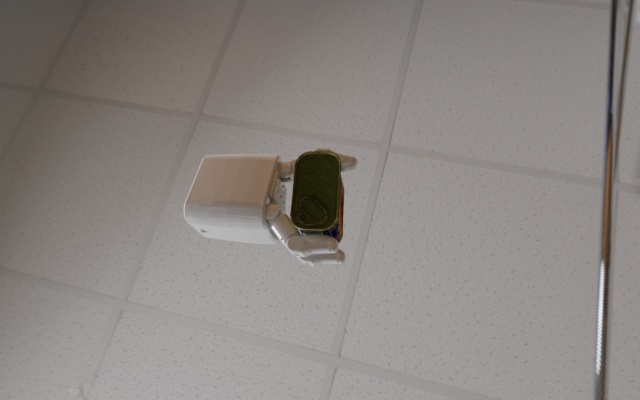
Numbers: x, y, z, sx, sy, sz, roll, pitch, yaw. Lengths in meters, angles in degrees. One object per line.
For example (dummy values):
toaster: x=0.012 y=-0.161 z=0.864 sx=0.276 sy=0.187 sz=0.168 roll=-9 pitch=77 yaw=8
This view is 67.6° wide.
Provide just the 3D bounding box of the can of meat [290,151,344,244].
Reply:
can of meat: x=0.000 y=0.002 z=0.604 sx=0.057 sy=0.102 sz=0.084 roll=0 pitch=-22 yaw=8
